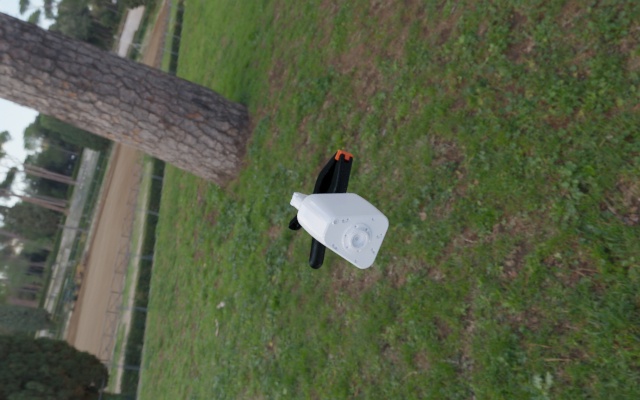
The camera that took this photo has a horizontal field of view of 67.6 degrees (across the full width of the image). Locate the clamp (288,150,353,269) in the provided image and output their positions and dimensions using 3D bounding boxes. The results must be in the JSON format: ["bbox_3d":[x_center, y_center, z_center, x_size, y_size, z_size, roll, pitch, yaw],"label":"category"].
[{"bbox_3d":[0.000,0.002,0.894,0.036,0.210,0.164,17,10,-27],"label":"clamp"}]
